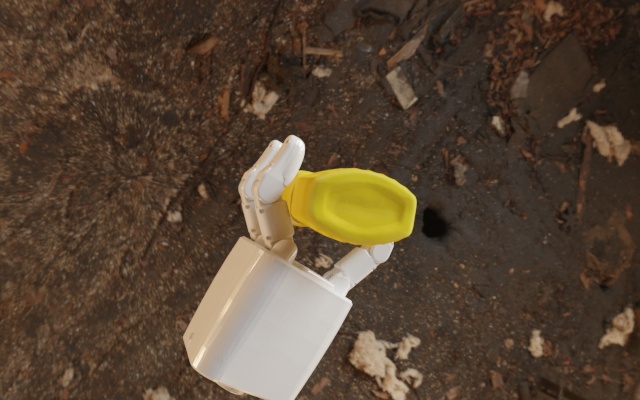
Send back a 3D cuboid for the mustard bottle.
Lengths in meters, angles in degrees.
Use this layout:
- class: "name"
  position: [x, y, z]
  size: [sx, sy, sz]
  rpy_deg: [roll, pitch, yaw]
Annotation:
- class: "mustard bottle"
  position: [0.000, 0.001, 0.447]
  size: [0.096, 0.058, 0.191]
  rpy_deg: [8, 0, -21]
